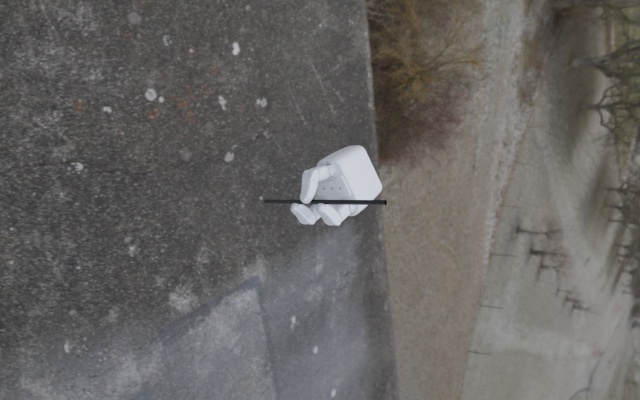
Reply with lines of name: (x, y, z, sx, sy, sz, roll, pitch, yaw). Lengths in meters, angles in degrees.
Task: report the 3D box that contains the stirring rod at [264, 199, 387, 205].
stirring rod: (0.000, 0.003, 0.795, 0.239, 0.011, 0.011, 0, 0, 34)
